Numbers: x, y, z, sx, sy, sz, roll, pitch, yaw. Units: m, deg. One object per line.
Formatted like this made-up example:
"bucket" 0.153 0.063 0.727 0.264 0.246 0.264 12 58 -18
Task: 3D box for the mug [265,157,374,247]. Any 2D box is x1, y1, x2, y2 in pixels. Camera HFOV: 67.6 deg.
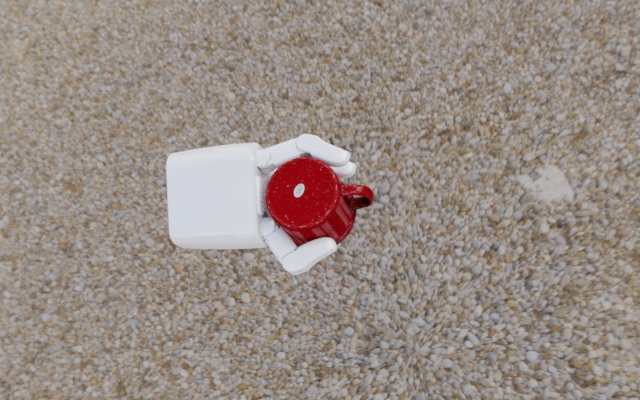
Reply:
"mug" 0.001 0.002 0.526 0.117 0.093 0.081 -5 -18 11
